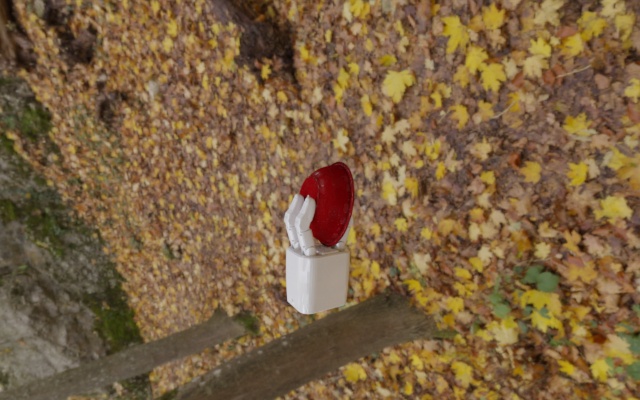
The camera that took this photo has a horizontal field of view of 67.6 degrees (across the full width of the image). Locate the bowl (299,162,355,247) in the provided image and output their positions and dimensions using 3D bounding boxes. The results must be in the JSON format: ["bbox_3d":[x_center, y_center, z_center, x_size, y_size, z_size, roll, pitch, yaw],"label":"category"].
[{"bbox_3d":[0.000,0.002,0.885,0.055,0.162,0.162,10,-4,-25],"label":"bowl"}]
